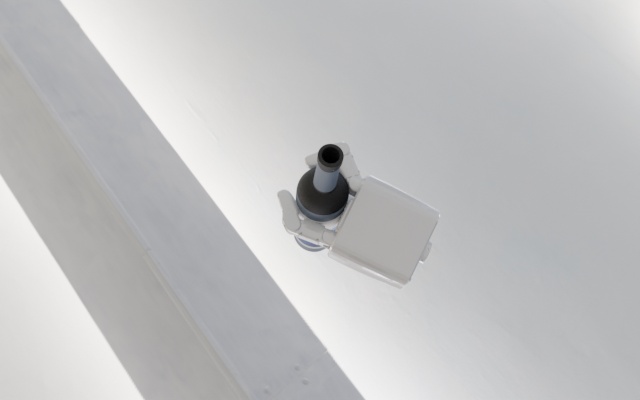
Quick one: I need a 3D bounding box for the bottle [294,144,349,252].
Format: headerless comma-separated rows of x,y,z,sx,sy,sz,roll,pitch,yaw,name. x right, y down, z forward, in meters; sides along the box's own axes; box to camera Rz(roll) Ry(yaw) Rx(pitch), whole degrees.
0.000,0.002,0.633,0.069,0.069,0.296,0,-19,-4,bottle
